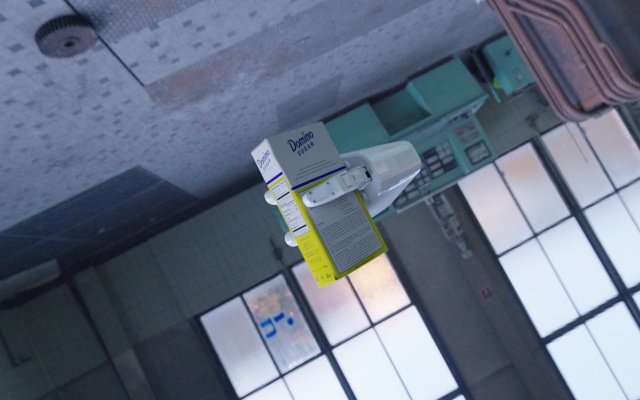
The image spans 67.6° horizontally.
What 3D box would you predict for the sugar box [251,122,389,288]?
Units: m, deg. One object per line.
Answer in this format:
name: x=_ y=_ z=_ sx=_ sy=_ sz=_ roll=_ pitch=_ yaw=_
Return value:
sugar box: x=0.000 y=0.002 z=0.558 sx=0.093 sy=0.176 sz=0.048 roll=-24 pitch=-6 yaw=-41
